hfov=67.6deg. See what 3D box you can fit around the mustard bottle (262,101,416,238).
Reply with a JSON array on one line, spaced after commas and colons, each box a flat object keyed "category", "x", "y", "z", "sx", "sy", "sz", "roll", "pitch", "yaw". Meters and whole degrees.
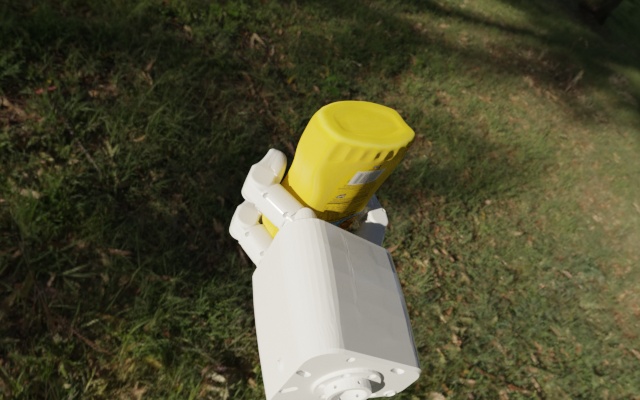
[{"category": "mustard bottle", "x": 0.000, "y": 0.001, "z": 0.430, "sx": 0.096, "sy": 0.058, "sz": 0.192, "roll": -11, "pitch": -34, "yaw": -40}]
